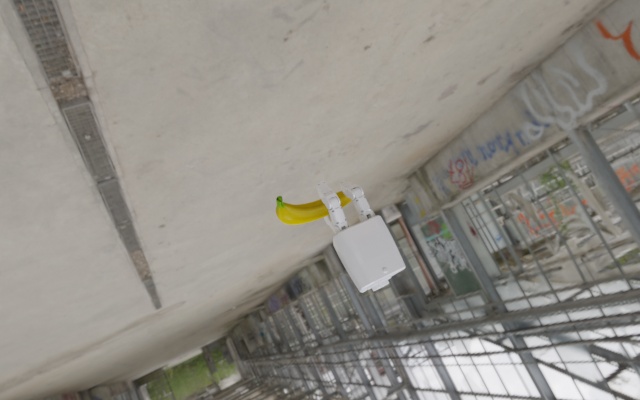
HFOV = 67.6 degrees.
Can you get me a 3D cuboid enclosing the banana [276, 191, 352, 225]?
[{"bbox_3d":[-0.012,0.013,0.887,0.198,0.037,0.070,-9,-26,-43],"label":"banana"}]
